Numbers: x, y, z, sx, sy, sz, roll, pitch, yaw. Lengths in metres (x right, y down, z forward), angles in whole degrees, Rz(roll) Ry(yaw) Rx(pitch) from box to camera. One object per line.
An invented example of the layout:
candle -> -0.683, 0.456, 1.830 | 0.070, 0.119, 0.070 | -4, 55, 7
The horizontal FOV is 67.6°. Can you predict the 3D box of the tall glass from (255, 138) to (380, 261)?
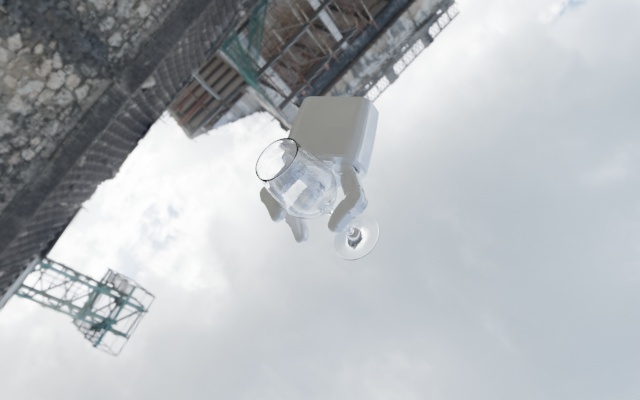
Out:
tall glass -> 0.000, 0.003, 0.623 | 0.079, 0.079, 0.201 | 0, -31, 37
